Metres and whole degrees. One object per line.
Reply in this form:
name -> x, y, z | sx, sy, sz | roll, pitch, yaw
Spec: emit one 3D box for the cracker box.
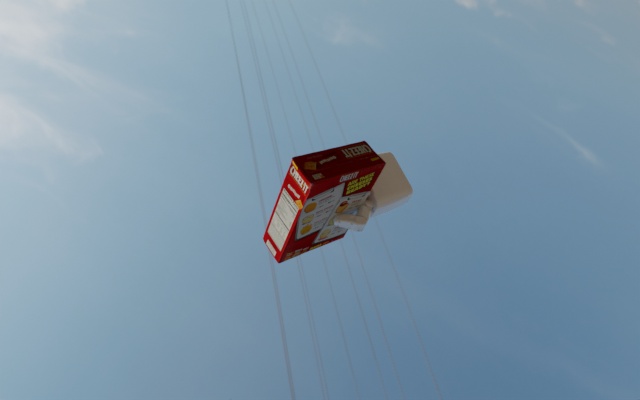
cracker box -> 0.000, 0.003, 0.853 | 0.164, 0.072, 0.214 | -18, -33, -36
